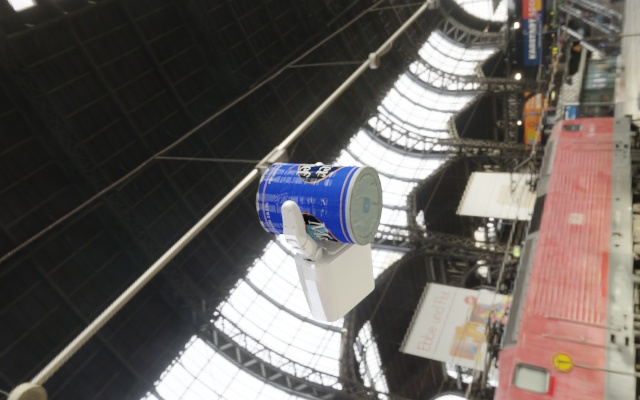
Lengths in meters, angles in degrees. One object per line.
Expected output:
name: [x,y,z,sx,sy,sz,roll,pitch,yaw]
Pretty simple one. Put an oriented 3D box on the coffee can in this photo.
coffee can: [0.000,0.002,0.642,0.140,0.103,0.103,5,2,29]
